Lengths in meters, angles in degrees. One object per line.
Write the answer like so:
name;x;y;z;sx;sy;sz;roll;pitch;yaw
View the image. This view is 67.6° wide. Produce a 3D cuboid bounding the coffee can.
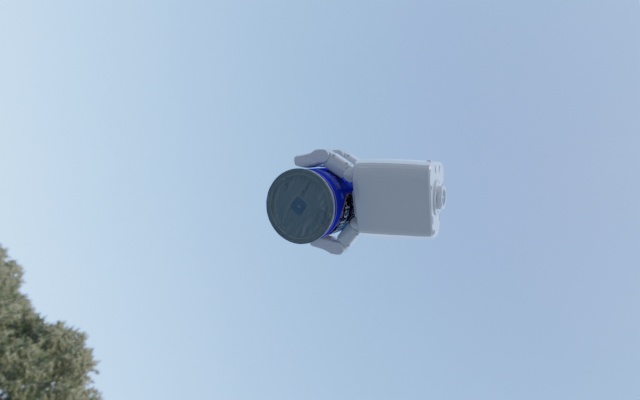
coffee can;0.000;0.002;0.701;0.103;0.103;0.140;0;5;25
